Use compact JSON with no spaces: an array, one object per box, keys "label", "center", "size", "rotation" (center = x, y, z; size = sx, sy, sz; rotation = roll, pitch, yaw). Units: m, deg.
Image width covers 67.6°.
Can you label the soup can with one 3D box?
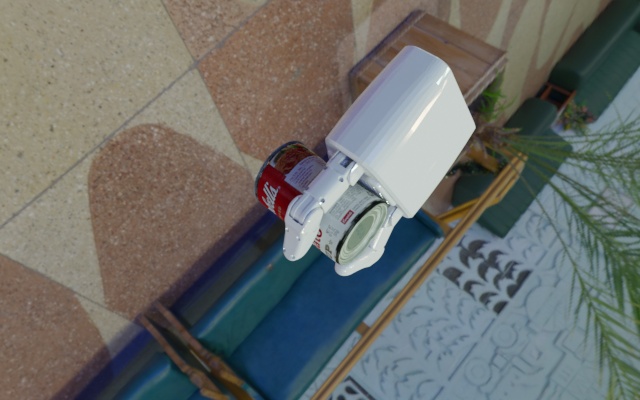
[{"label":"soup can","center":[0.000,0.002,0.424],"size":[0.102,0.068,0.068],"rotation":[37,17,24]}]
